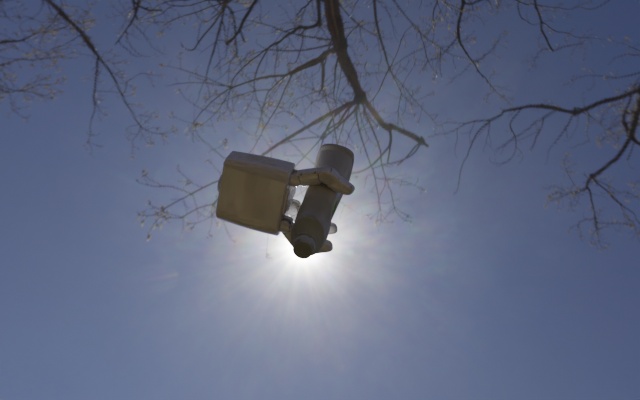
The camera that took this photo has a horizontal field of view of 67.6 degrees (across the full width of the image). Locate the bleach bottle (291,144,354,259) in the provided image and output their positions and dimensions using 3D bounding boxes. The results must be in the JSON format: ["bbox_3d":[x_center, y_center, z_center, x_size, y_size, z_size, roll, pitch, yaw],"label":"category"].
[{"bbox_3d":[0.000,0.003,0.765,0.068,0.103,0.250,15,31,4],"label":"bleach bottle"}]
